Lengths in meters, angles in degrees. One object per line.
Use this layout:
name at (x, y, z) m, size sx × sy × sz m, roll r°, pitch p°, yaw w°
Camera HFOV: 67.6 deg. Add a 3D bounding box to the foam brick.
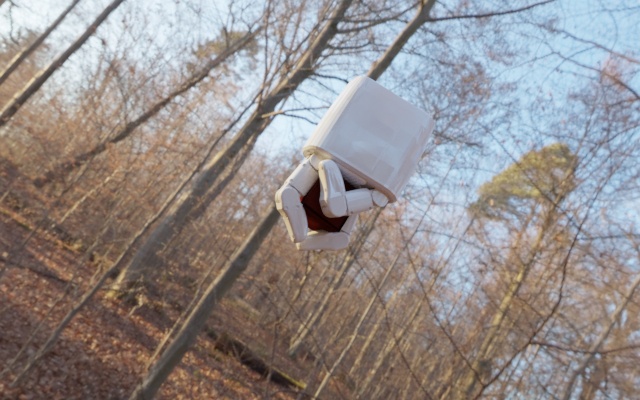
foam brick at (0.000, 0.002, 0.545) m, size 0.053 × 0.051 × 0.078 m, roll 36°, pitch -16°, yaw -17°
